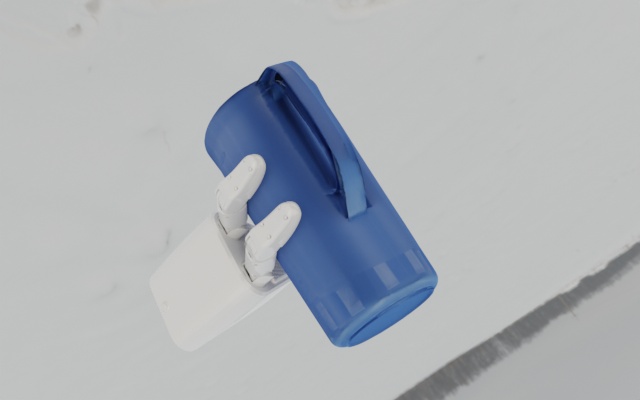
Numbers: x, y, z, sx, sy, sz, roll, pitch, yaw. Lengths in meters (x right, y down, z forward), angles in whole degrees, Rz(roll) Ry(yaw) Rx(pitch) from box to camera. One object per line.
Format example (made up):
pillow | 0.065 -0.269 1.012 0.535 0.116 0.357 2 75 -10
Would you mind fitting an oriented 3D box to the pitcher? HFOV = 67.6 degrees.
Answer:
pitcher | 0.000 0.002 0.442 0.145 0.242 0.149 -41 -25 17
